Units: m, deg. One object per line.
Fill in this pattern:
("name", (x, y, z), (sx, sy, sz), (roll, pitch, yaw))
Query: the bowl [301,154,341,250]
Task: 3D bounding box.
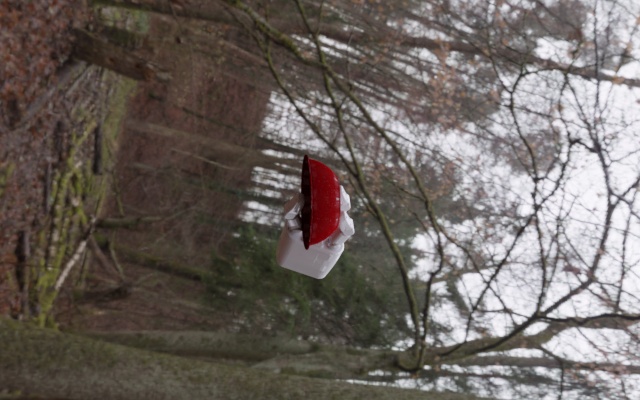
("bowl", (0.001, 0.002, 0.808), (0.055, 0.162, 0.162), (-1, 0, -7))
